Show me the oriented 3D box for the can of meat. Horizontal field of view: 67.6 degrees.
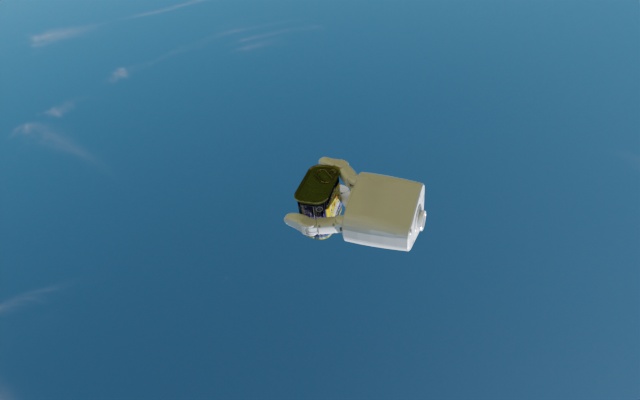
[{"bbox_3d":[0.000,0.003,0.808,0.057,0.084,0.102,7,41,18],"label":"can of meat"}]
